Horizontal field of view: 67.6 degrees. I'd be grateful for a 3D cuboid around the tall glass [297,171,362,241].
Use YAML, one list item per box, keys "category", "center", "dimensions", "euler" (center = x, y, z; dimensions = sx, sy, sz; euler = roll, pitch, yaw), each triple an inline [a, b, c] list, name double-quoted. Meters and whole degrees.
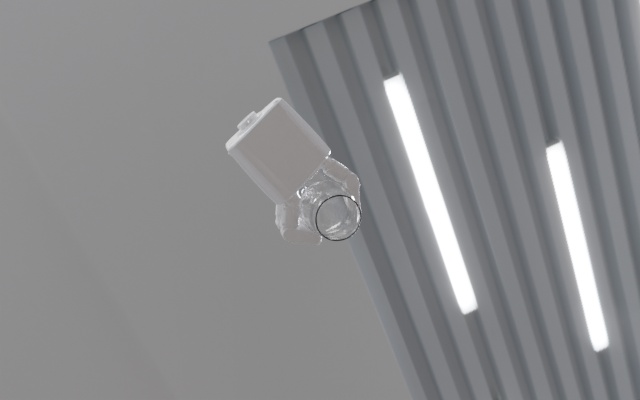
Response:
- category: "tall glass"
  center: [0.000, 0.002, 0.705]
  dimensions: [0.079, 0.079, 0.201]
  euler: [0, 12, -14]
